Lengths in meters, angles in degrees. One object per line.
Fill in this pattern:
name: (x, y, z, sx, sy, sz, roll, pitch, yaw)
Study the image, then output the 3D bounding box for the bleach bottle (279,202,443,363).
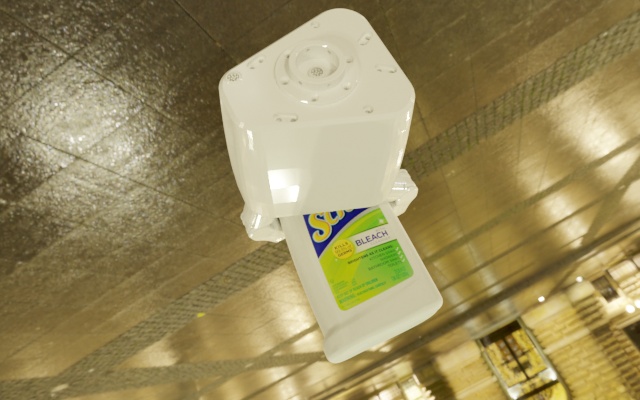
bleach bottle: (0.000, 0.001, 0.417, 0.102, 0.250, 0.068, -22, -24, -13)
